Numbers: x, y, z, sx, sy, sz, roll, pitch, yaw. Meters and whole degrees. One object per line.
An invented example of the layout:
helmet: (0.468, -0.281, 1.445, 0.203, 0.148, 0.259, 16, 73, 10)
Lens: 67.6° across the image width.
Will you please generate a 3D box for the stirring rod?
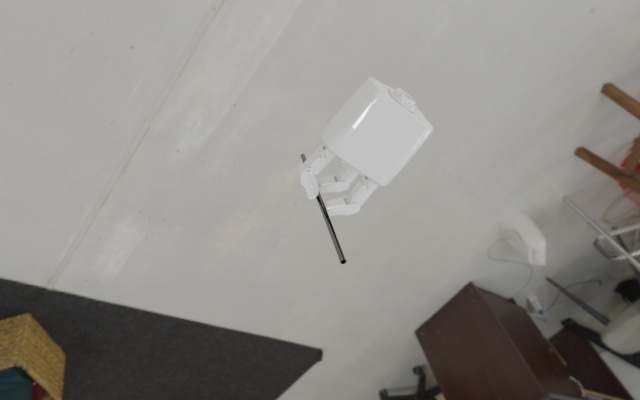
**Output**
stirring rod: (0.000, 0.002, 0.696, 0.011, 0.011, 0.239, 0, 39, -18)
